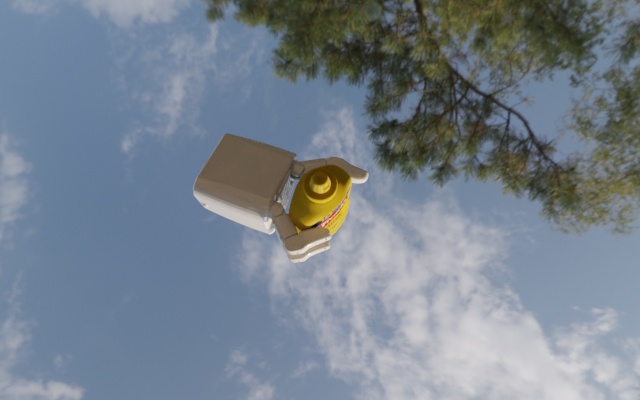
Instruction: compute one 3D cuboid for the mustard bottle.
[{"bbox_3d":[0.000,0.002,0.633,0.058,0.096,0.192,44,-12,13],"label":"mustard bottle"}]
